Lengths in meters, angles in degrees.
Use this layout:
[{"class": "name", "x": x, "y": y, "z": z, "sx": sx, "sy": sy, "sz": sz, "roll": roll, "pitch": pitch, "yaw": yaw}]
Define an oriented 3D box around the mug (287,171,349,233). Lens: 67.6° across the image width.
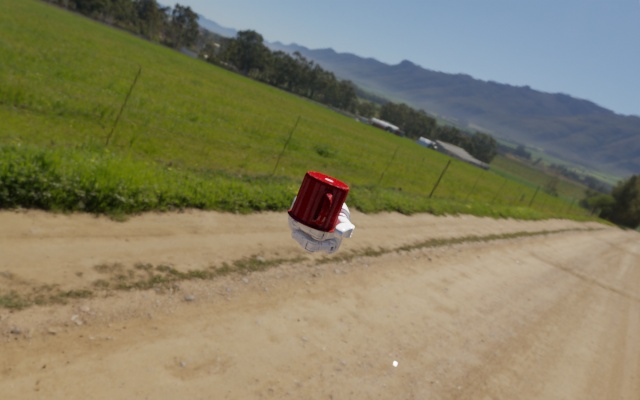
[{"class": "mug", "x": 0.000, "y": 0.003, "z": 0.822, "sx": 0.093, "sy": 0.081, "sz": 0.117, "roll": 20, "pitch": 12, "yaw": -8}]
